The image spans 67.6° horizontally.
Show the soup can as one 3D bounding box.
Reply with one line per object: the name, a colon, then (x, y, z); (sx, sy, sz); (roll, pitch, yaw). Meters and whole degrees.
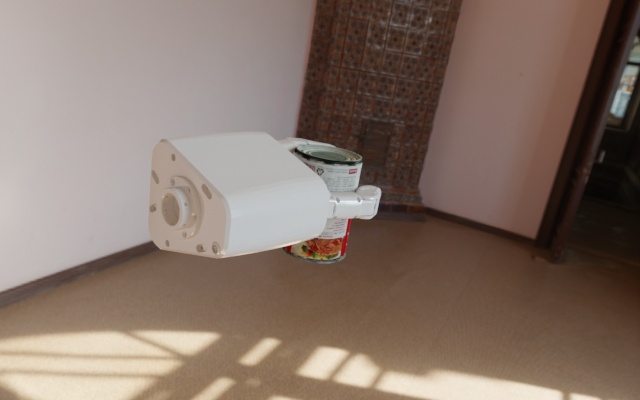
soup can: (0.001, 0.001, 0.472); (0.068, 0.102, 0.068); (9, 17, -3)
